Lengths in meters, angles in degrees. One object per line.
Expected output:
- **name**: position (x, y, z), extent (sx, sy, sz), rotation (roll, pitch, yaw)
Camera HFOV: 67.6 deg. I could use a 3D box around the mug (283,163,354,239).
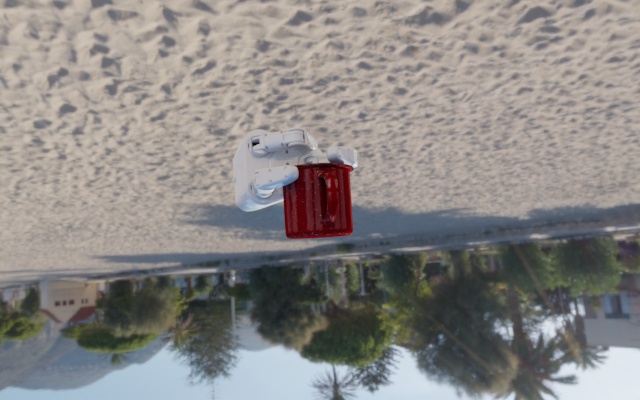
- **mug**: position (0.001, 0.002, 0.562), extent (0.093, 0.081, 0.117), rotation (-2, -7, -17)
